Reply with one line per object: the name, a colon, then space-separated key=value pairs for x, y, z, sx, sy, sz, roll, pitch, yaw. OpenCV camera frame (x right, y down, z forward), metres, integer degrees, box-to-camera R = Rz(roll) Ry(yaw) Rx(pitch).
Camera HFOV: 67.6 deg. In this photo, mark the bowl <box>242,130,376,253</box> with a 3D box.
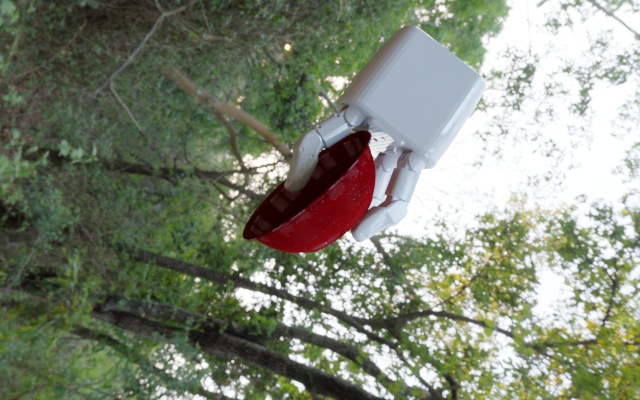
bowl: x=-0.001 y=0.003 z=0.479 sx=0.162 sy=0.055 sz=0.162 roll=-36 pitch=15 yaw=12
